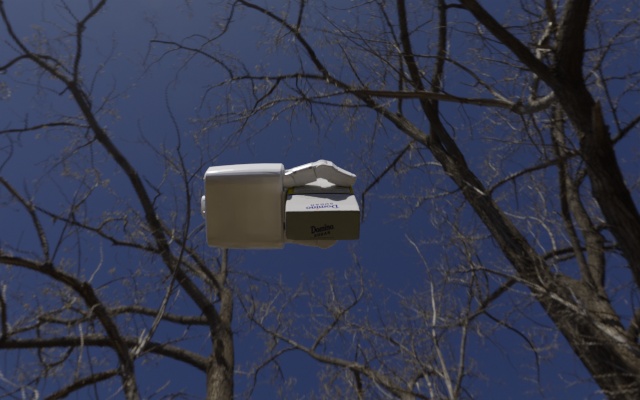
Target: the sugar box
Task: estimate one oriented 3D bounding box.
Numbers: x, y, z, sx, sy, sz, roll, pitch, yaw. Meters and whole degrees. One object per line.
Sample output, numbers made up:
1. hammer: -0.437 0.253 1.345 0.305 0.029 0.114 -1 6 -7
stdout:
1. sugar box: 0.000 0.003 0.661 0.093 0.048 0.176 0 22 -1
